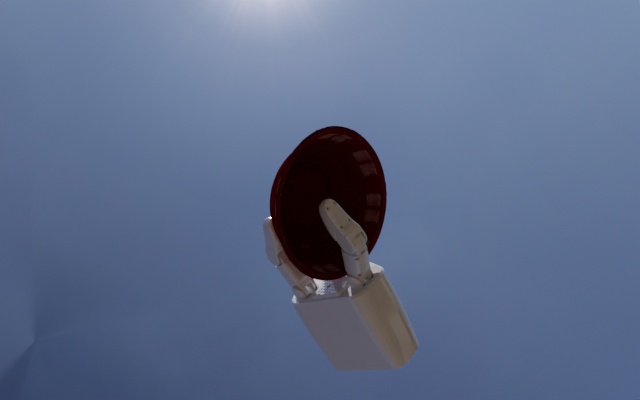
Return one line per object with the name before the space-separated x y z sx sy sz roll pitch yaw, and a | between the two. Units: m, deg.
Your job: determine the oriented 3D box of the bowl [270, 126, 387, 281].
bowl | 0.000 0.000 0.517 0.162 0.162 0.055 0 5 -43
